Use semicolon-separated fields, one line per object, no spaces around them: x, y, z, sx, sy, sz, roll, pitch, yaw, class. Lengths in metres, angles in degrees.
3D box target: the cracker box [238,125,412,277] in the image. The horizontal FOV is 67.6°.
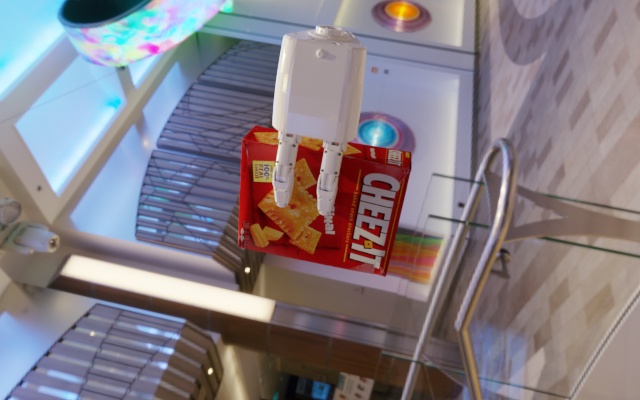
0.000;0.002;0.641;0.213;0.164;0.072;11;27;6;cracker box
